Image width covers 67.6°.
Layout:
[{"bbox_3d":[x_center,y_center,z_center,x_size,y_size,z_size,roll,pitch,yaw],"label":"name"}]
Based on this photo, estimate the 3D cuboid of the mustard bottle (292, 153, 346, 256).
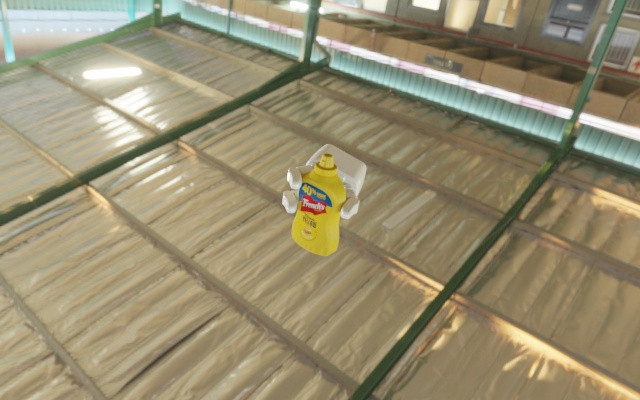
[{"bbox_3d":[0.000,0.003,0.890,0.096,0.192,0.058,28,33,31],"label":"mustard bottle"}]
